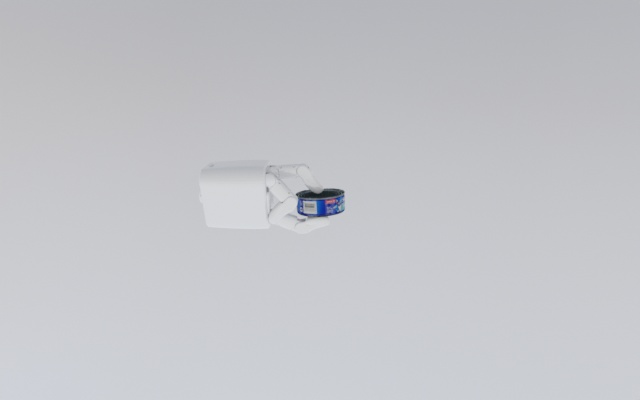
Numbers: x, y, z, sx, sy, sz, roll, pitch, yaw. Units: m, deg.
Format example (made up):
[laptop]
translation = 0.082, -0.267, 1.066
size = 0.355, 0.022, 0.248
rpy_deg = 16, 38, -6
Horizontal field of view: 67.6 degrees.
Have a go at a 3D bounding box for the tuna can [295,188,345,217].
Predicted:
[tuna can]
translation = 0.000, 0.003, 0.829
size = 0.086, 0.034, 0.086
rpy_deg = -3, 12, 1
